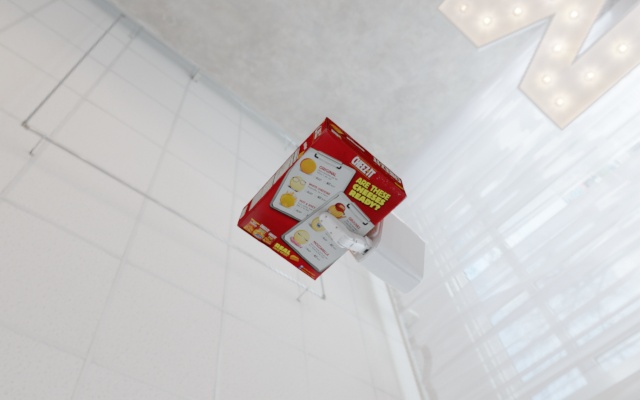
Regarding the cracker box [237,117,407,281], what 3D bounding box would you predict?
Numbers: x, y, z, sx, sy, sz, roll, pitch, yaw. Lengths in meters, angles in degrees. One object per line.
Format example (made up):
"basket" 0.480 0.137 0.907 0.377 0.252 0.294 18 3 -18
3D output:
"cracker box" 0.000 0.003 0.751 0.164 0.214 0.072 38 22 -18
